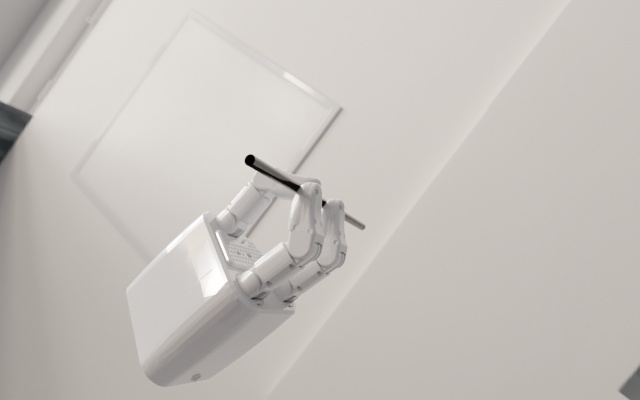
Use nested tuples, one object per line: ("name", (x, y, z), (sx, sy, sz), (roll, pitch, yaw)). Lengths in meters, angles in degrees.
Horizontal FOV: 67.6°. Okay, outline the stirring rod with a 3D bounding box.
("stirring rod", (0.000, 0.001, 0.414), (0.011, 0.011, 0.239), (0, -13, 23))
